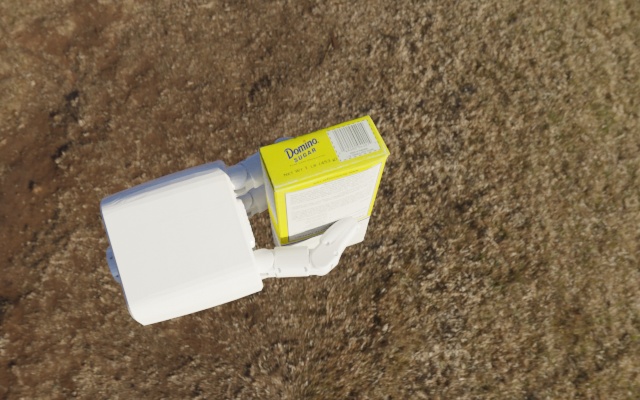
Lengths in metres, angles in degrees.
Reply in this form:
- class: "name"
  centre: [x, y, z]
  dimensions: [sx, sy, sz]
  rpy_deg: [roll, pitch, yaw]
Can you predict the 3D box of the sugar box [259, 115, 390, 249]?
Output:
- class: "sugar box"
  centre: [0.000, 0.001, 0.431]
  dimensions: [0.093, 0.048, 0.176]
  rpy_deg: [-17, -22, -11]
